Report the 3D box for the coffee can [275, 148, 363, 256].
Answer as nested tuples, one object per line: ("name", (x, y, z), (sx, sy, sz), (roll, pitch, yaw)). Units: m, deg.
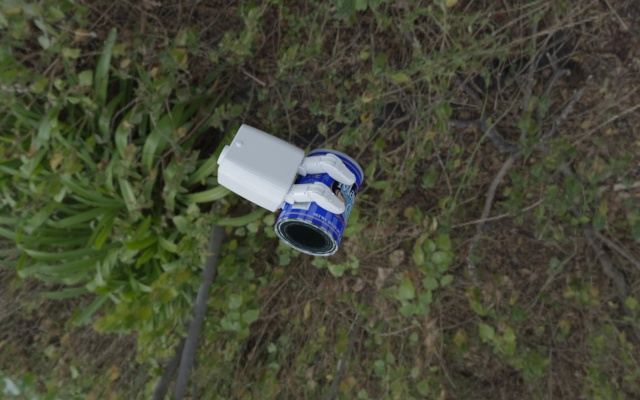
("coffee can", (0.000, 0.002, 0.763), (0.103, 0.140, 0.103), (16, -31, 10))
